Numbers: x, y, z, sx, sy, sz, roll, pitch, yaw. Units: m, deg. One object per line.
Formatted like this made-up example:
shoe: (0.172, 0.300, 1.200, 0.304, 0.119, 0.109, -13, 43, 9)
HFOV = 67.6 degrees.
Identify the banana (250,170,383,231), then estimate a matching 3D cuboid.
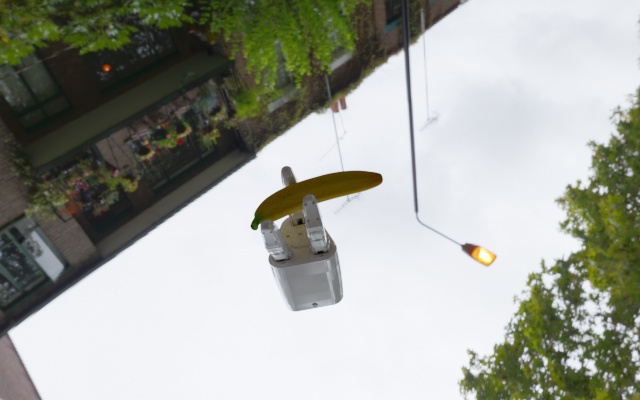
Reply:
banana: (-0.011, -0.005, 0.662, 0.198, 0.037, 0.069, -22, 35, -16)
